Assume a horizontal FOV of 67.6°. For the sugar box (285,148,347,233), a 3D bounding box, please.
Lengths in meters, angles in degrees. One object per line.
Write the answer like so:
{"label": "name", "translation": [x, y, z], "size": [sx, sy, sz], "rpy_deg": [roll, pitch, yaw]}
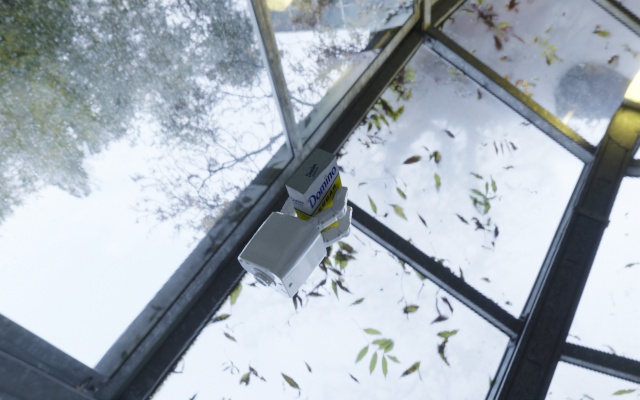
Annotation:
{"label": "sugar box", "translation": [0.001, 0.003, 0.838], "size": [0.048, 0.093, 0.176], "rpy_deg": [27, -27, 26]}
